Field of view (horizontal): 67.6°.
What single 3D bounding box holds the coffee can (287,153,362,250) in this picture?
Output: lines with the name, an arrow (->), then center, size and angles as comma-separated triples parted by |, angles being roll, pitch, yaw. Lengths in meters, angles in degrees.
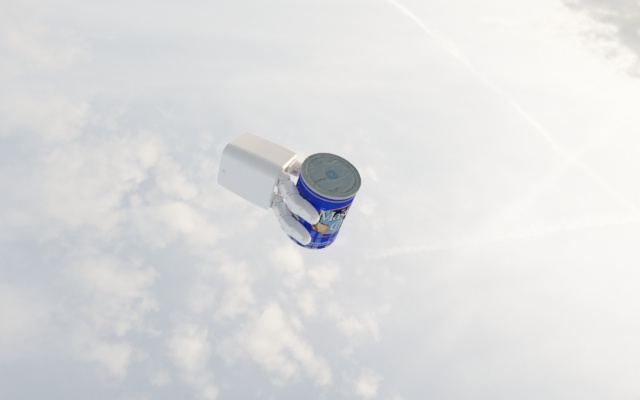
coffee can -> 0.000, 0.003, 0.825 | 0.103, 0.102, 0.140 | 0, -42, -21
